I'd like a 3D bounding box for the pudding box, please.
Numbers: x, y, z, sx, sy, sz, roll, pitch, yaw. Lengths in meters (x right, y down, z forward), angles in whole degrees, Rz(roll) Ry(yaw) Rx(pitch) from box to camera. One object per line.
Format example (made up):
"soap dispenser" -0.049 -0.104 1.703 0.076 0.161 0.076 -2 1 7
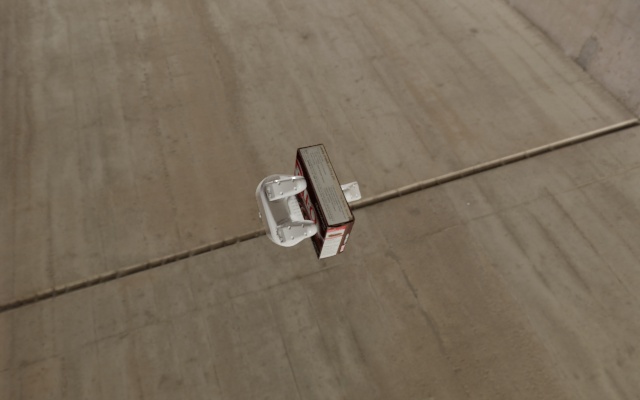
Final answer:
"pudding box" 0.000 0.002 0.580 0.039 0.113 0.090 -16 -26 -15
